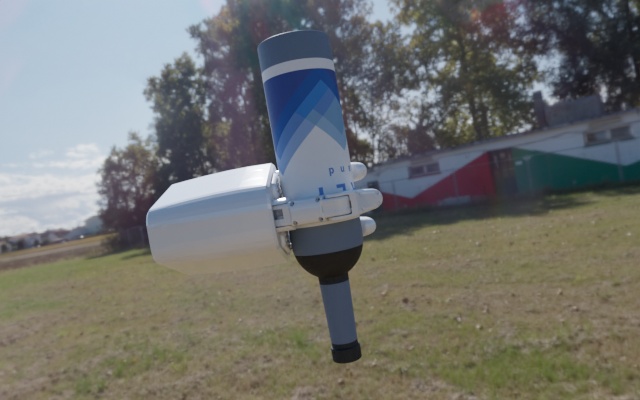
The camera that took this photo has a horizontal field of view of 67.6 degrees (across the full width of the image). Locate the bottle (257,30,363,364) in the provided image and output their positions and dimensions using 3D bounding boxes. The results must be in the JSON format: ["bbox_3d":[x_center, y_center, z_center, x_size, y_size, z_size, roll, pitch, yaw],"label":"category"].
[{"bbox_3d":[0.000,0.001,0.439,0.069,0.296,0.069,-10,1,0],"label":"bottle"}]
